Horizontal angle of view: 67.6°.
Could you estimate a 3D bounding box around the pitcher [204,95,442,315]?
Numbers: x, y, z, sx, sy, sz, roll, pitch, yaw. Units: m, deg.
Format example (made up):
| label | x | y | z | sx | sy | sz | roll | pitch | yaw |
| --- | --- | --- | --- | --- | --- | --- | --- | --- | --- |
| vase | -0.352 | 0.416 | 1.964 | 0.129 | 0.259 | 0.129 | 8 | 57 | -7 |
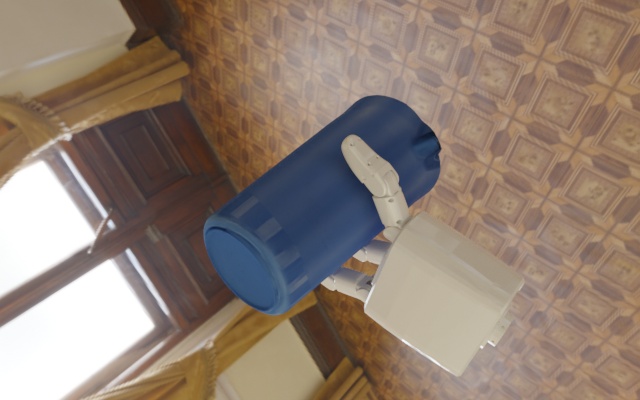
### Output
| label | x | y | z | sx | sy | sz | roll | pitch | yaw |
| --- | --- | --- | --- | --- | --- | --- | --- | --- | --- |
| pitcher | 0.000 | 0.002 | 0.491 | 0.145 | 0.149 | 0.242 | 35 | 51 | 22 |
